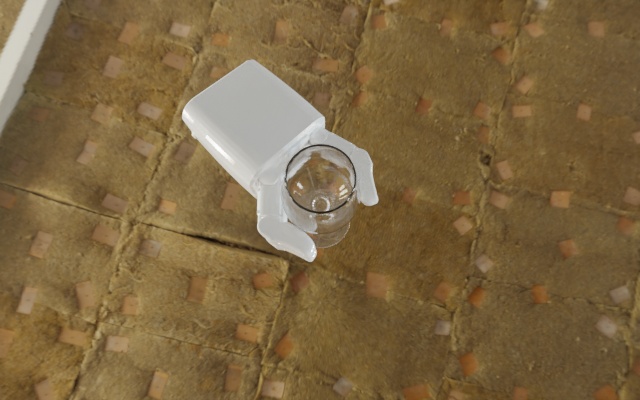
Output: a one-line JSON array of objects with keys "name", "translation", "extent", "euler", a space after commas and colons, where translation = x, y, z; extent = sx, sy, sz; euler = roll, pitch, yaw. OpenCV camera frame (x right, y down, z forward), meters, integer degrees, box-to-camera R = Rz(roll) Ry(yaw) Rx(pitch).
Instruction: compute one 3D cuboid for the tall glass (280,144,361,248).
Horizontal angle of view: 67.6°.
[{"name": "tall glass", "translation": [0.000, 0.002, 0.503], "extent": [0.079, 0.079, 0.201], "euler": [0, -12, 0]}]
